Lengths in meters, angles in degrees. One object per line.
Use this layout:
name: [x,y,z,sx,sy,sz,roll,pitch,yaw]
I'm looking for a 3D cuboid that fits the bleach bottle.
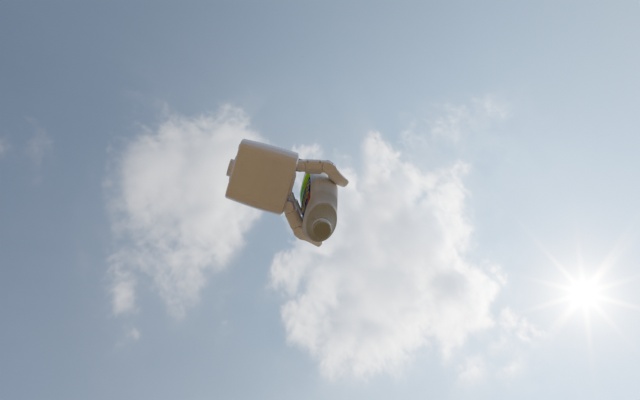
bleach bottle: [0.000,0.003,0.857,0.068,0.102,0.250,15,16,-7]
